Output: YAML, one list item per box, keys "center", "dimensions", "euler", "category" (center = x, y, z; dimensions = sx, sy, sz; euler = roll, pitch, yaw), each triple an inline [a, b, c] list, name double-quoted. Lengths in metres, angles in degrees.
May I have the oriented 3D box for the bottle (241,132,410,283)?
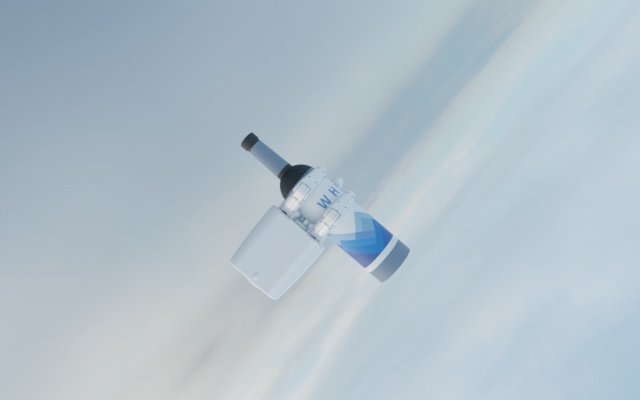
- center: [0.000, 0.002, 0.718]
  dimensions: [0.295, 0.069, 0.069]
  euler: [40, 1, 1]
  category: "bottle"
